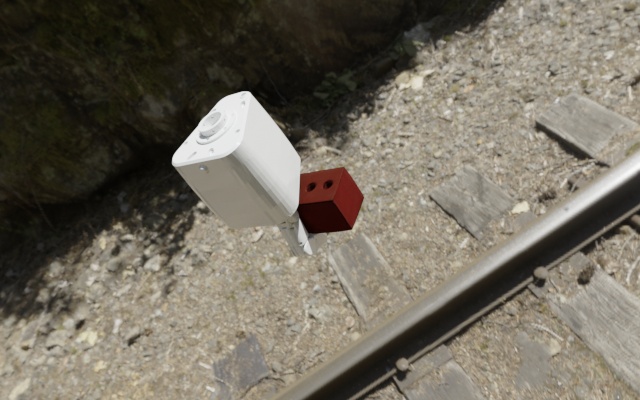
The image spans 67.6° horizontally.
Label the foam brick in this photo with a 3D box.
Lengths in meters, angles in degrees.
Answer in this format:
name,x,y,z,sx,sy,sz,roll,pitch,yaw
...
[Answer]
name,x,y,z,sx,sy,sz,roll,pitch,yaw
foam brick,0.000,0.002,0.546,0.078,0.053,0.051,-8,-47,31
